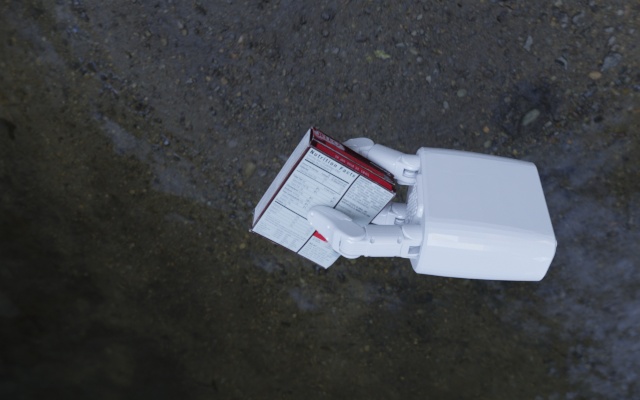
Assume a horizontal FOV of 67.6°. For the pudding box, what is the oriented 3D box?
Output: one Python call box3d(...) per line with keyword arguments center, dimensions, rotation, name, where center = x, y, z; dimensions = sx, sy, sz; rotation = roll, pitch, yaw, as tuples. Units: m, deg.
box3d(center=(0.000, 0.002, 0.436), dimensions=(0.090, 0.113, 0.039), rotation=(29, 30, -15), name="pudding box")
